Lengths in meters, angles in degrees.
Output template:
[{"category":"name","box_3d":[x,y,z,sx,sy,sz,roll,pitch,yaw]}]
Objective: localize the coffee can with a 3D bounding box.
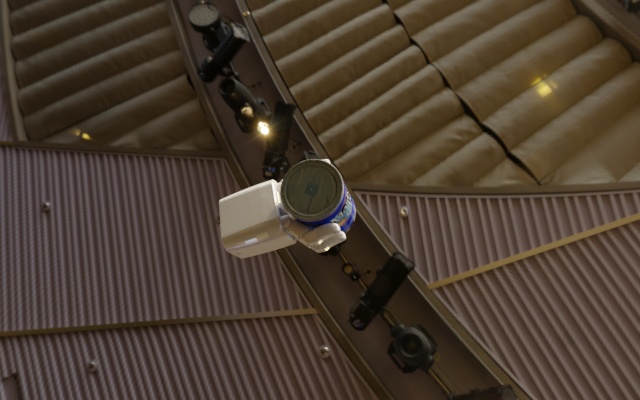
[{"category":"coffee can","box_3d":[0.000,0.003,0.817,0.103,0.102,0.140,0,-17,13]}]
